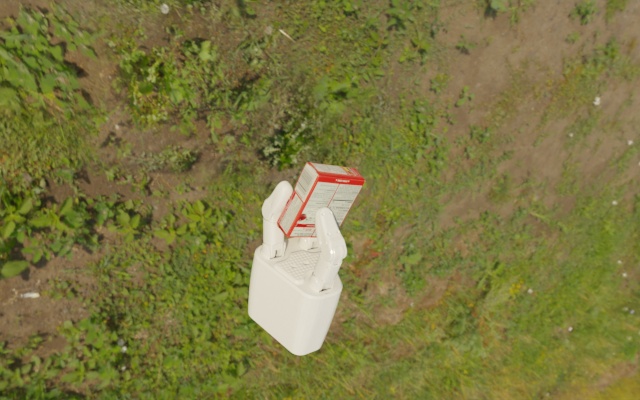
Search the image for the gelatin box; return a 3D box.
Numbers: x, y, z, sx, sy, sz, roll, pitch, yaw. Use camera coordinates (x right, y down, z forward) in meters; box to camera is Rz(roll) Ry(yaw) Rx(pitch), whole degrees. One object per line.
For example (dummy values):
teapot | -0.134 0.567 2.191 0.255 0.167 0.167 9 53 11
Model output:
gelatin box | 0.000 0.002 0.549 0.073 0.089 0.030 4 35 -41
